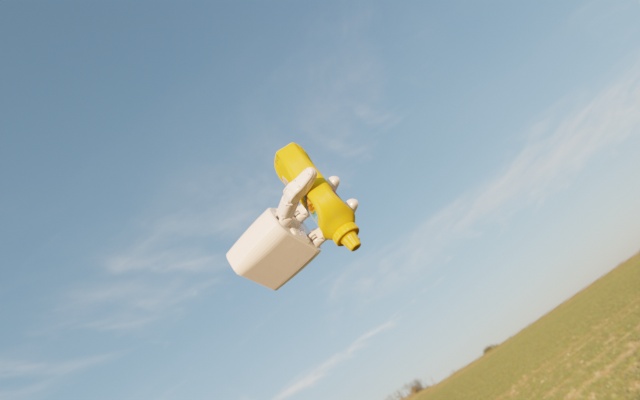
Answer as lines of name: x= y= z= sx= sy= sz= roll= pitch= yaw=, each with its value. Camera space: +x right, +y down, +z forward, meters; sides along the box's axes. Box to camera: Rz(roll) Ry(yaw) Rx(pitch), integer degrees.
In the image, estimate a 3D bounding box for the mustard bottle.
mustard bottle: x=0.000 y=0.002 z=0.732 sx=0.058 sy=0.191 sz=0.096 roll=-32 pitch=-30 yaw=-10
